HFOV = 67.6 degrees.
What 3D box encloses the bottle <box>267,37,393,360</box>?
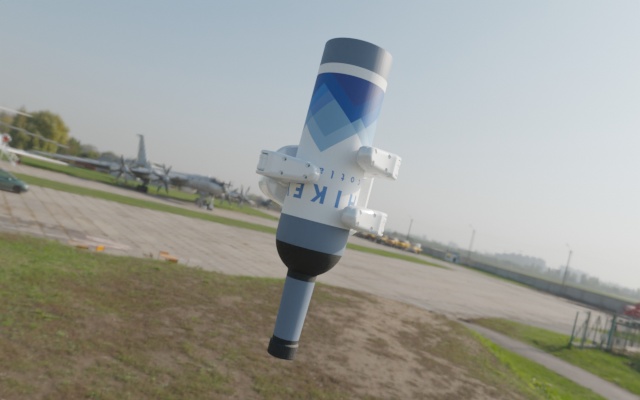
[{"bbox_3d":[0.000,0.001,0.450,0.069,0.295,0.069,14,-2,1],"label":"bottle"}]
